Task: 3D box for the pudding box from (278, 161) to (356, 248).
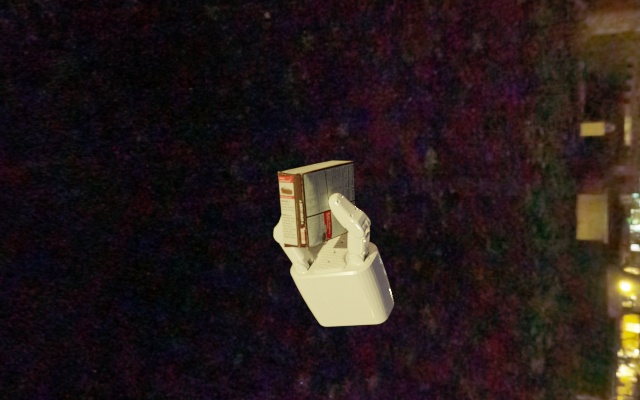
[{"bbox_3d":[0.000,0.002,0.578,0.039,0.090,0.113,2,11,34],"label":"pudding box"}]
